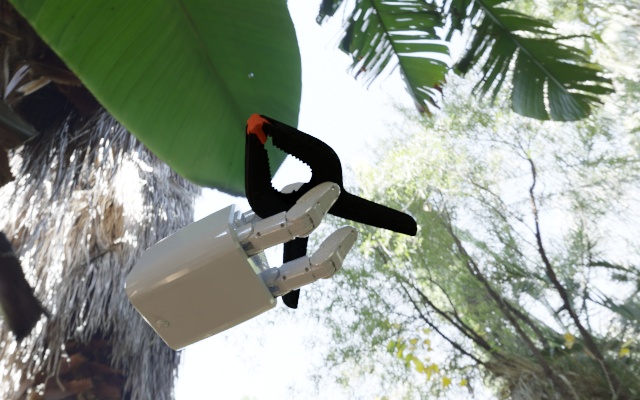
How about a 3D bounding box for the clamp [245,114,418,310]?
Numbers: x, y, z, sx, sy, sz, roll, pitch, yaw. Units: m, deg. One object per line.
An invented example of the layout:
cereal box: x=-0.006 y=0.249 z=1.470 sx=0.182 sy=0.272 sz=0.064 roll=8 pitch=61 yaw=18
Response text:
clamp: x=-0.001 y=0.001 z=0.465 sx=0.164 sy=0.210 sz=0.036 roll=-27 pitch=32 yaw=-2
